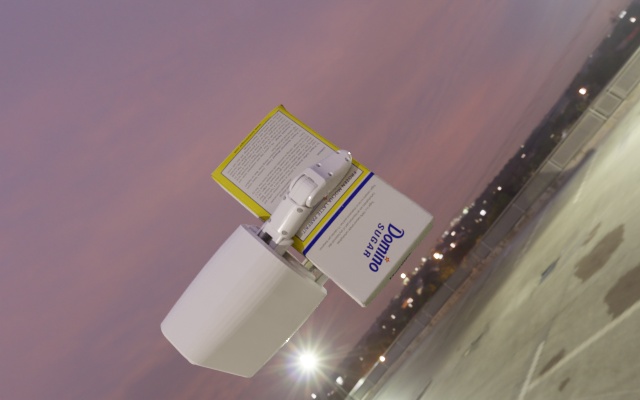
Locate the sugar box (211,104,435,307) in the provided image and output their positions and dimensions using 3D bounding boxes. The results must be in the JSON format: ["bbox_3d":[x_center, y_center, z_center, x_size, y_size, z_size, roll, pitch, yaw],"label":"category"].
[{"bbox_3d":[0.000,0.002,0.418,0.176,0.093,0.048,39,-8,17],"label":"sugar box"}]
